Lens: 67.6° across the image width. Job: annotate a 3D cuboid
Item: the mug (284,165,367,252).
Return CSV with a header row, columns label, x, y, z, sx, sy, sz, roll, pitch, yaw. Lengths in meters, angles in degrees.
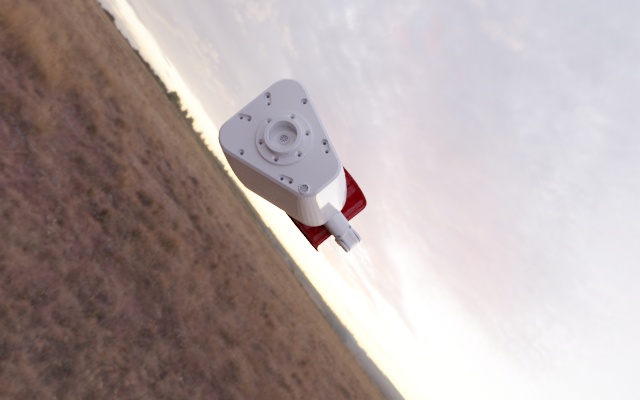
label,x,y,z,sx,sy,sz,roll,pitch,yaw
mug,0.000,0.002,0.569,0.081,0.093,0.117,-38,-12,-6
